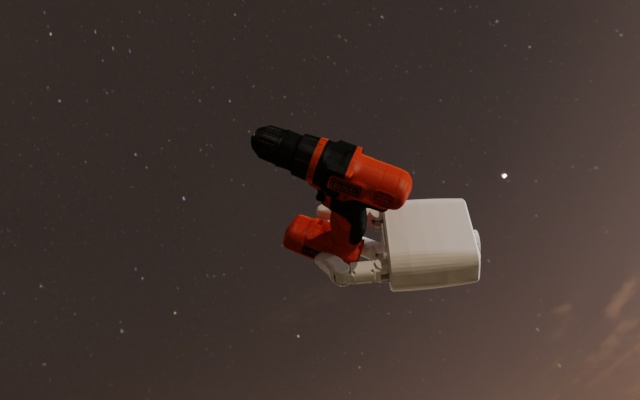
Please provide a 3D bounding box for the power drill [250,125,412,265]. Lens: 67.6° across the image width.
[{"bbox_3d":[0.000,0.002,0.578,0.184,0.057,0.188,22,-36,6],"label":"power drill"}]
